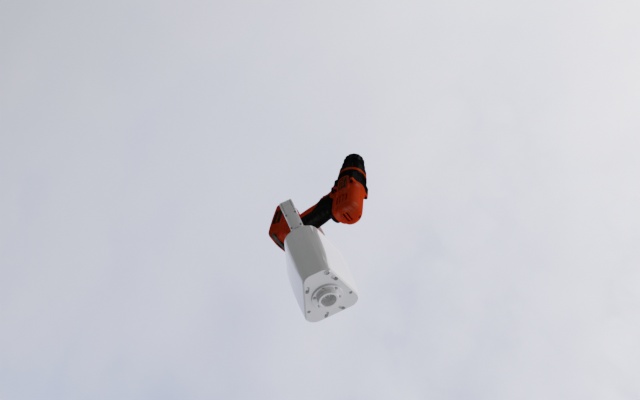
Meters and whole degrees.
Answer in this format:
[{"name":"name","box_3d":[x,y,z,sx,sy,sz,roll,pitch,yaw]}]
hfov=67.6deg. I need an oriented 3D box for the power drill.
[{"name":"power drill","box_3d":[0.000,0.003,0.854,0.188,0.057,0.184,-31,24,26]}]
